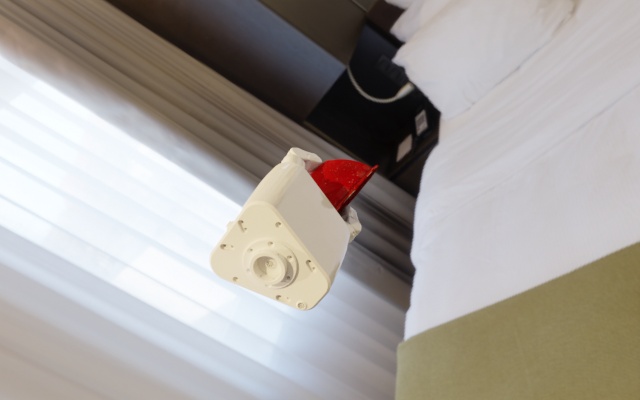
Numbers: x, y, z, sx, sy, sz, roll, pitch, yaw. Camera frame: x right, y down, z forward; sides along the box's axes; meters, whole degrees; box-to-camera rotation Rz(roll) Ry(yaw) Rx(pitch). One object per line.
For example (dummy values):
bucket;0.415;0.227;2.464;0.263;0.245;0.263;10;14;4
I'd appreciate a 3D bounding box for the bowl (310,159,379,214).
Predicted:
bowl;0.000;0.002;0.596;0.055;0.162;0.162;41;4;5
